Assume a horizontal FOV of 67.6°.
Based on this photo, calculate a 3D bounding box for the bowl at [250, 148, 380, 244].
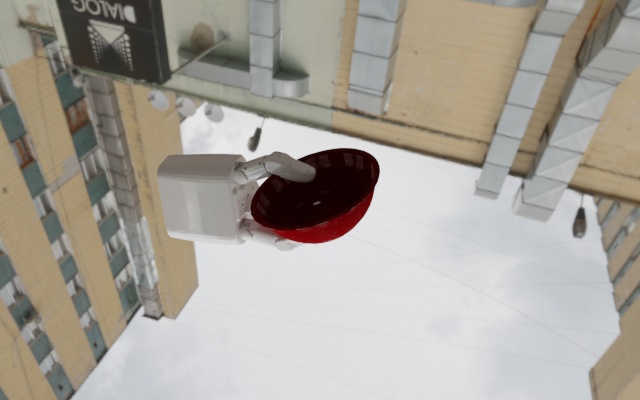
[{"bbox_3d":[0.001,0.002,0.575,0.162,0.055,0.162,-16,32,10],"label":"bowl"}]
